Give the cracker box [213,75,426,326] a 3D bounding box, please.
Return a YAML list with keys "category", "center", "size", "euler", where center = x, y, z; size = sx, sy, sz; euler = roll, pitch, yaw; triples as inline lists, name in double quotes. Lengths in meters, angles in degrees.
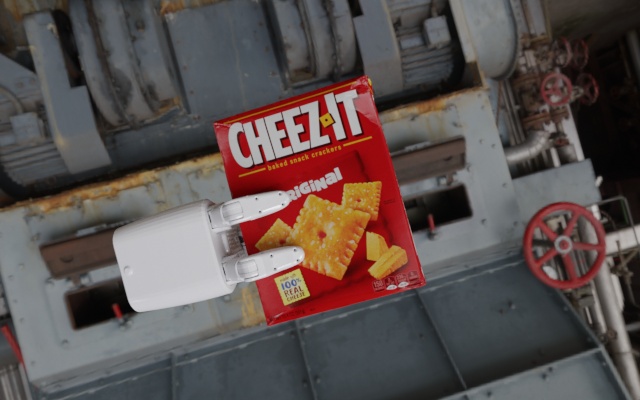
- category: "cracker box"
  center: [0.000, 0.002, 0.489]
  size: [0.164, 0.213, 0.072]
  euler: [-16, -1, 8]
